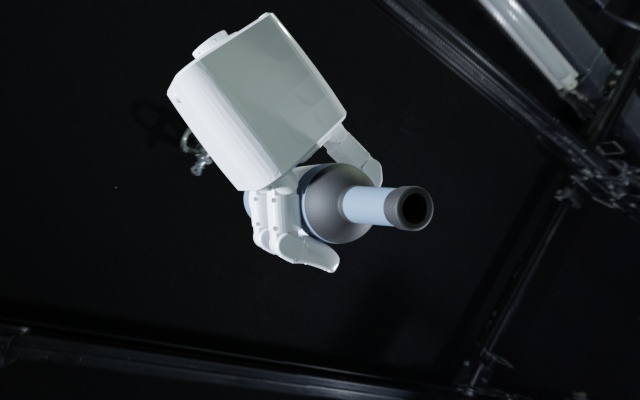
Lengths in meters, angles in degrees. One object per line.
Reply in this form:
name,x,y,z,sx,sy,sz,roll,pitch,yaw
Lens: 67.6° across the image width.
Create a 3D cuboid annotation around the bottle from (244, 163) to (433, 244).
bottle,0.000,0.001,0.425,0.069,0.069,0.295,0,1,-23
